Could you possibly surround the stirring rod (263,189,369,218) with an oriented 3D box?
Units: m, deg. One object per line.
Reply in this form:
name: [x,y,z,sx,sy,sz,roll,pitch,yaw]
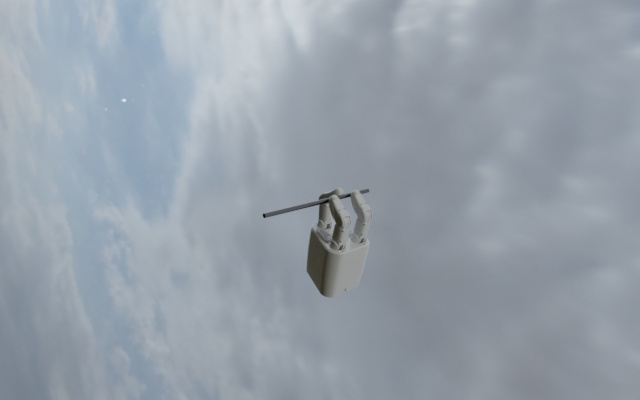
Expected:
stirring rod: [0.000,0.003,0.847,0.239,0.011,0.011,-14,8,-39]
